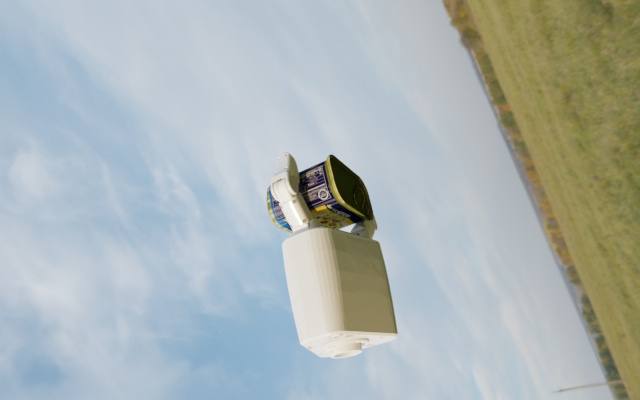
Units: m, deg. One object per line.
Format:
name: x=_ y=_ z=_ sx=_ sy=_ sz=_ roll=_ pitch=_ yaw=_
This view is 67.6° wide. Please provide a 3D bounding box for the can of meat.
can of meat: x=0.000 y=0.002 z=0.537 sx=0.084 sy=0.057 sz=0.102 roll=-23 pitch=-27 yaw=21
